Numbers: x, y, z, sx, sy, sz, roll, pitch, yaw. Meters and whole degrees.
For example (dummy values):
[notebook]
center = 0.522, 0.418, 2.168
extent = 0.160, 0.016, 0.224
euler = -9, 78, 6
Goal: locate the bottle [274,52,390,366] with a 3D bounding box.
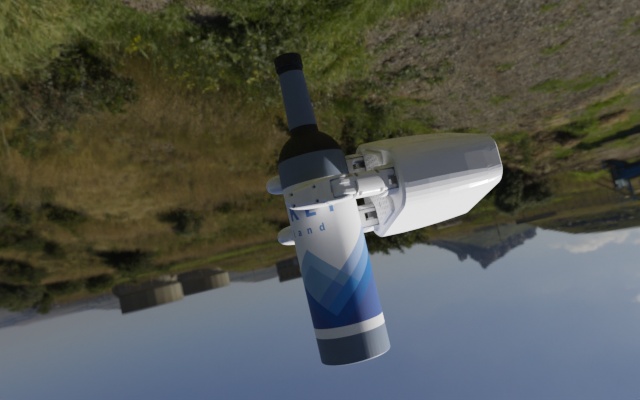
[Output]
[bottle]
center = 0.000, 0.002, 0.461
extent = 0.069, 0.295, 0.069
euler = -13, -5, -1
